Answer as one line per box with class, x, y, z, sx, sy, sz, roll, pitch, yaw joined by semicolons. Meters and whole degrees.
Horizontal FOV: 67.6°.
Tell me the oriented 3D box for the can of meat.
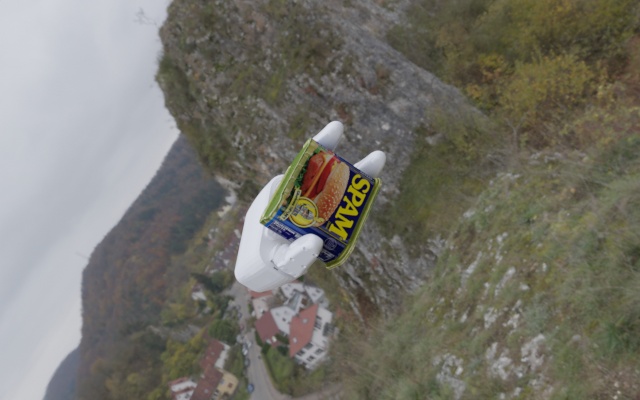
can of meat;0.000;0.001;0.468;0.084;0.102;0.057;32;-27;-11
